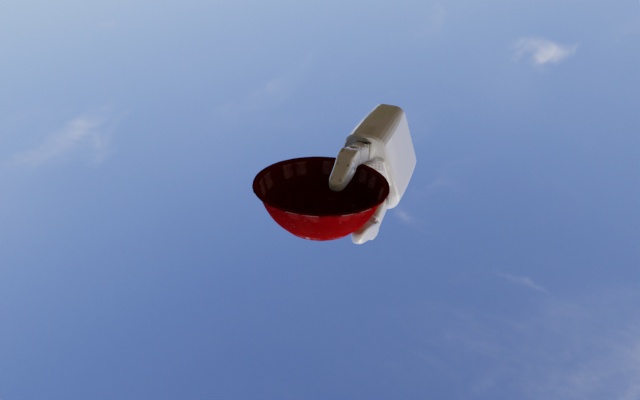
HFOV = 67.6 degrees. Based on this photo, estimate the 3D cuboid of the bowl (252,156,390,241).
[{"bbox_3d":[-0.001,0.003,0.574,0.162,0.055,0.162,2,27,-1],"label":"bowl"}]
